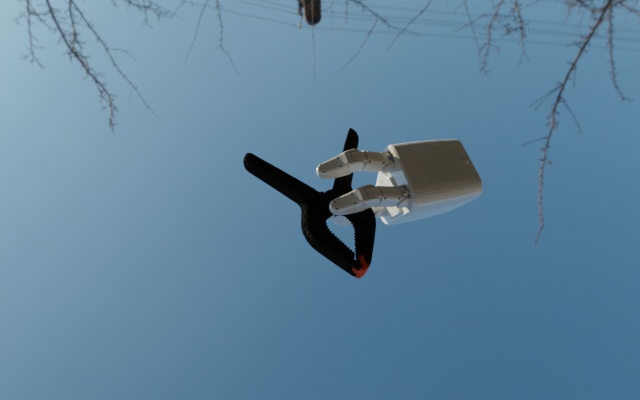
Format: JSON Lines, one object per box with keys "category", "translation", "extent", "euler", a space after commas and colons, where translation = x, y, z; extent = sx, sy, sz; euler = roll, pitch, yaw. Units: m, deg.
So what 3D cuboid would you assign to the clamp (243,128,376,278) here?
{"category": "clamp", "translation": [0.000, 0.003, 0.604], "extent": [0.164, 0.210, 0.036], "euler": [-11, -29, -15]}
